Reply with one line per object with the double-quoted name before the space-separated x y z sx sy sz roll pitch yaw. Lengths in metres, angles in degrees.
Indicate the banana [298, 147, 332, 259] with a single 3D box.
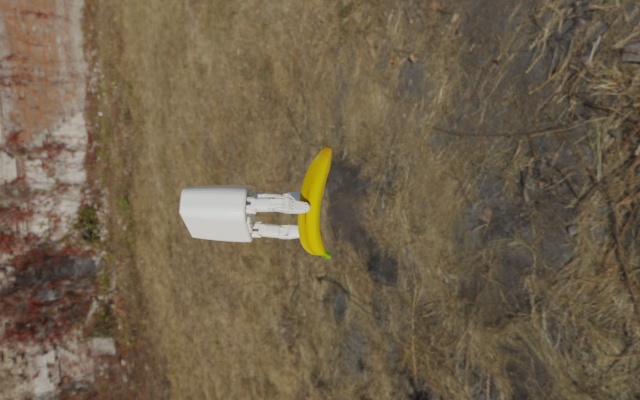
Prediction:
"banana" -0.010 0.009 0.805 0.037 0.198 0.069 8 12 30
